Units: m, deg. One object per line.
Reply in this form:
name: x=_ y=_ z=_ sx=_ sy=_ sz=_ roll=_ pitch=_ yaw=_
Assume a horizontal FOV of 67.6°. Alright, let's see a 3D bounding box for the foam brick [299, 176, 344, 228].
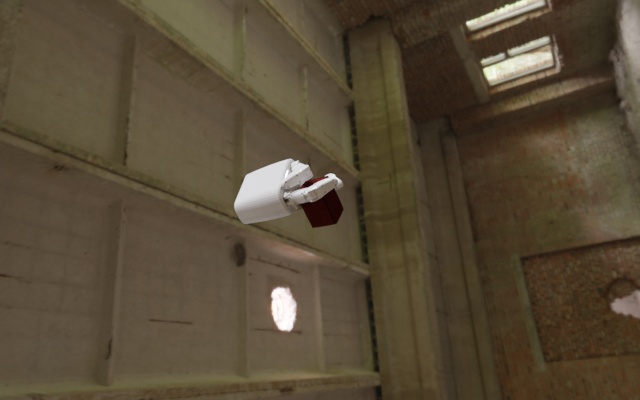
foam brick: x=0.000 y=0.003 z=0.879 sx=0.051 sy=0.078 sz=0.053 roll=-15 pitch=23 yaw=27
